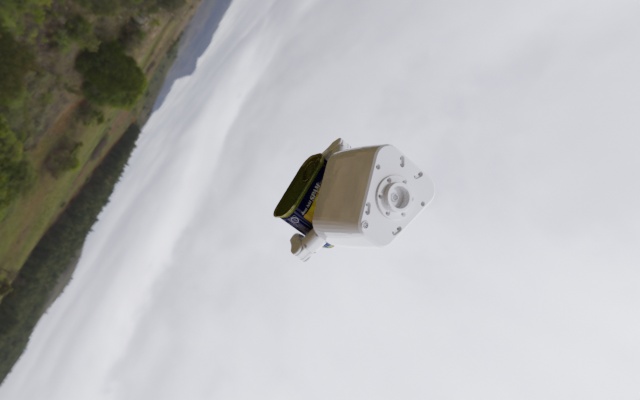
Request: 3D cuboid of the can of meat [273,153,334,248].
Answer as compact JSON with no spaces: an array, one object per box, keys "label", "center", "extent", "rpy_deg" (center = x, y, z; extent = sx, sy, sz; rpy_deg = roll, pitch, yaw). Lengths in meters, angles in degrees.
[{"label":"can of meat","center":[0.000,0.002,0.643],"extent":[0.084,0.102,0.057],"rpy_deg":[37,-19,-21]}]
